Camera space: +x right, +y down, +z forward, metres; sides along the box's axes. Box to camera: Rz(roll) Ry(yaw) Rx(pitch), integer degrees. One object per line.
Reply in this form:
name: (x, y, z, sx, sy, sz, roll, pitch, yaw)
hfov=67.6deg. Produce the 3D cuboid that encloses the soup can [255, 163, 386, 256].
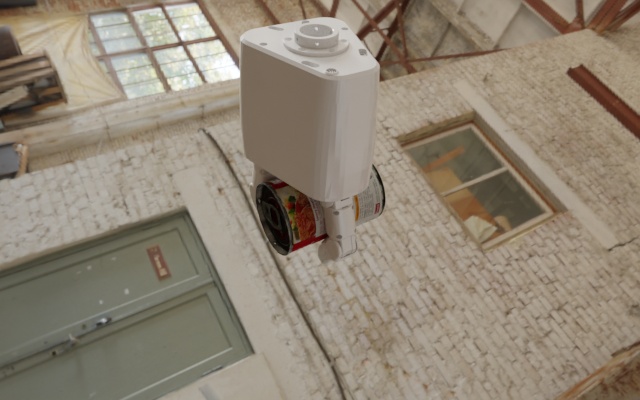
soup can: (0.000, 0.002, 0.443, 0.102, 0.068, 0.068, -20, 9, -25)
